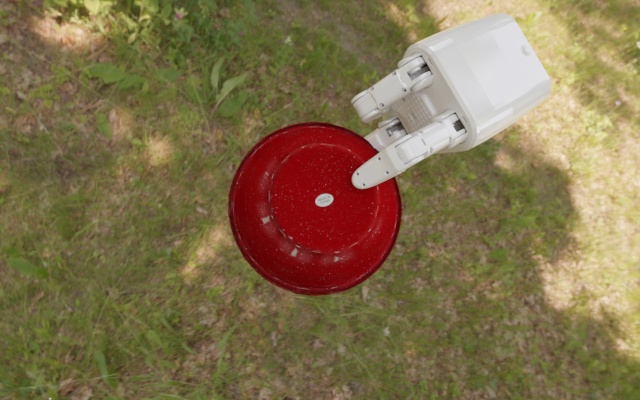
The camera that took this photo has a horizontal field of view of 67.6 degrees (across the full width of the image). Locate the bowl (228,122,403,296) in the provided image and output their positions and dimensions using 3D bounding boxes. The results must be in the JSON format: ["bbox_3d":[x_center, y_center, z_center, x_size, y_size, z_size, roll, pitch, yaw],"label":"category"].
[{"bbox_3d":[-0.001,0.002,0.414,0.162,0.162,0.055,0,-9,-7],"label":"bowl"}]
